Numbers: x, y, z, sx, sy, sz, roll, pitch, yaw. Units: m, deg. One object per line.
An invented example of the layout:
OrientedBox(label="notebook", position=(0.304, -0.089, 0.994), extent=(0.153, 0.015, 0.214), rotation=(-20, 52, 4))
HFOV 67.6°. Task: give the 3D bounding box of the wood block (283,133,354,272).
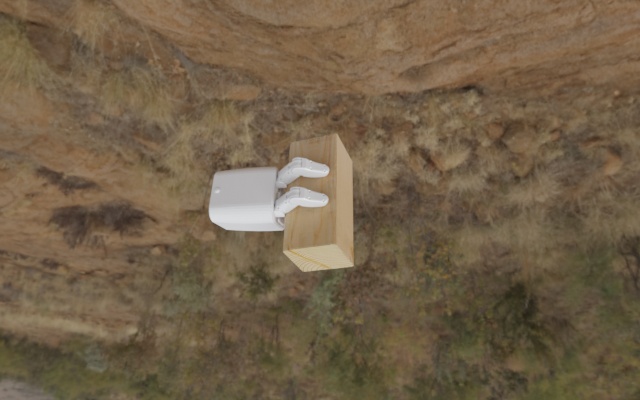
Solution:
OrientedBox(label="wood block", position=(0.000, 0.003, 0.796), extent=(0.090, 0.206, 0.091), rotation=(-9, -32, 18))
